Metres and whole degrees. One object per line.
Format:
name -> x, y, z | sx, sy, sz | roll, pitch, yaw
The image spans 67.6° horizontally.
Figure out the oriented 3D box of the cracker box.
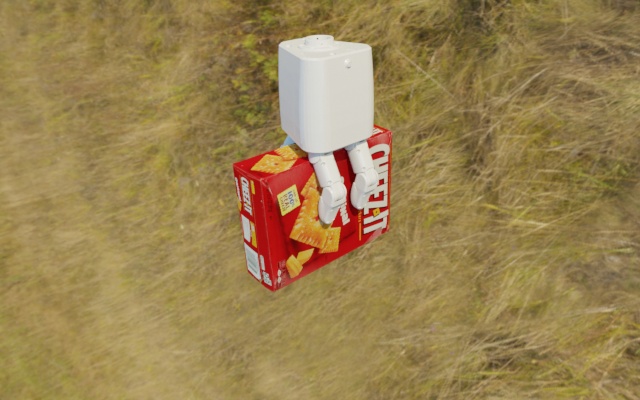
cracker box -> 0.000, 0.002, 0.633 | 0.213, 0.164, 0.072 | -23, 35, -32
